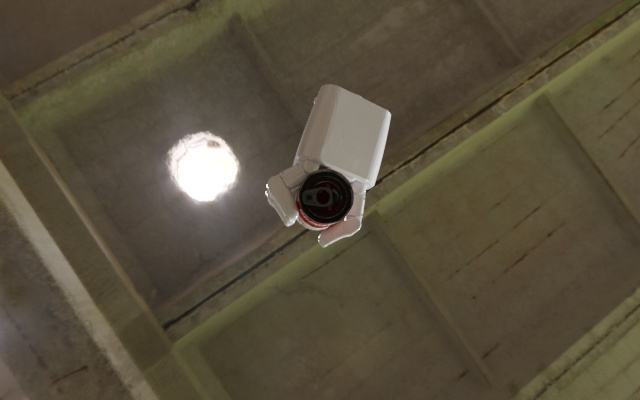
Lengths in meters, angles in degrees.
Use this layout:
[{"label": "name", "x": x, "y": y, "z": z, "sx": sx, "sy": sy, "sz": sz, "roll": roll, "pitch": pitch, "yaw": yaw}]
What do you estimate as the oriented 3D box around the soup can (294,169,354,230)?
[{"label": "soup can", "x": 0.000, "y": 0.003, "z": 0.624, "sx": 0.068, "sy": 0.068, "sz": 0.102, "roll": 0, "pitch": -8, "yaw": -8}]
